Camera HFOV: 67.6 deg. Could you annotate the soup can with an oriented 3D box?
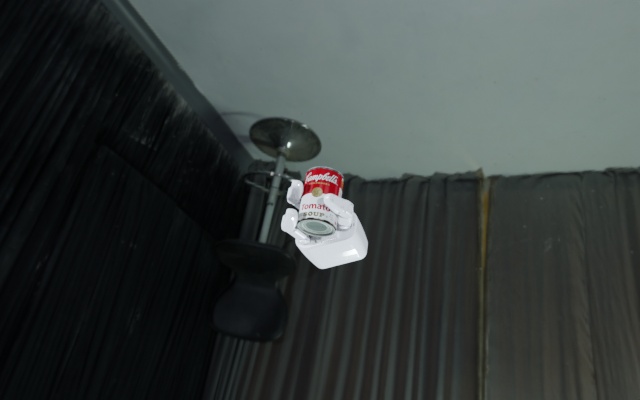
[{"bbox_3d":[0.000,0.003,0.815,0.068,0.102,0.068,8,-28,4],"label":"soup can"}]
